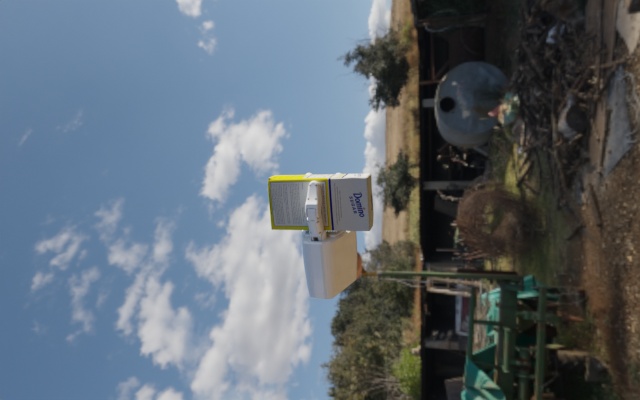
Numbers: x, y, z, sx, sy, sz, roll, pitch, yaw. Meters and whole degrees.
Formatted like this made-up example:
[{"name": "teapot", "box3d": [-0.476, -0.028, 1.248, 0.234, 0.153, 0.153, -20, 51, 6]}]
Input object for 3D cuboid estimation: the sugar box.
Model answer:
[{"name": "sugar box", "box3d": [0.000, 0.003, 0.814, 0.176, 0.093, 0.048, 0, 13, 15]}]
